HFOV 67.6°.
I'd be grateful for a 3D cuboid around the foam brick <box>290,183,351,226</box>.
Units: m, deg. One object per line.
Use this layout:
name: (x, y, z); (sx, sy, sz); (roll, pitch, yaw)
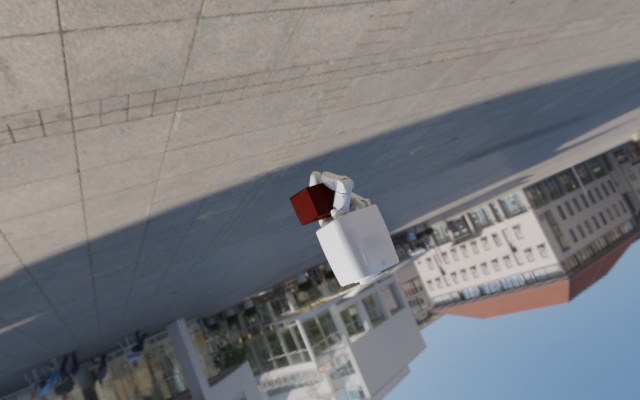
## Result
foam brick: (0.000, 0.003, 0.794); (0.078, 0.051, 0.053); (-16, -10, -40)
